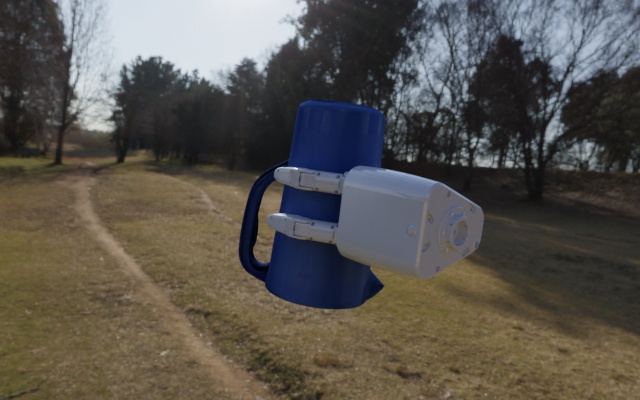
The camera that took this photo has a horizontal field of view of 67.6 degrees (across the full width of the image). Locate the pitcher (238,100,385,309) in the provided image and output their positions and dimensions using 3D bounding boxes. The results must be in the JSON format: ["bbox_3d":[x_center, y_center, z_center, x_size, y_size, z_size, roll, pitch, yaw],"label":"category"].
[{"bbox_3d":[0.000,0.002,0.598,0.149,0.243,0.145,3,8,-40],"label":"pitcher"}]
